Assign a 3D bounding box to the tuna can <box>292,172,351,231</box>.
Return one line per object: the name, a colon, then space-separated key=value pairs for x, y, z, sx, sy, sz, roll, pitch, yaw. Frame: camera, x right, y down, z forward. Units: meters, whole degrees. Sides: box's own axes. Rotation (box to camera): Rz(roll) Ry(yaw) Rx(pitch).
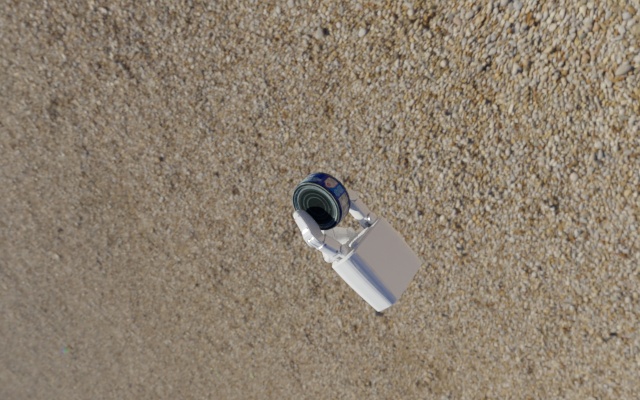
tuna can: x=0.000 y=0.003 z=0.723 sx=0.086 sy=0.086 sz=0.033 roll=0 pitch=29 yaw=34
